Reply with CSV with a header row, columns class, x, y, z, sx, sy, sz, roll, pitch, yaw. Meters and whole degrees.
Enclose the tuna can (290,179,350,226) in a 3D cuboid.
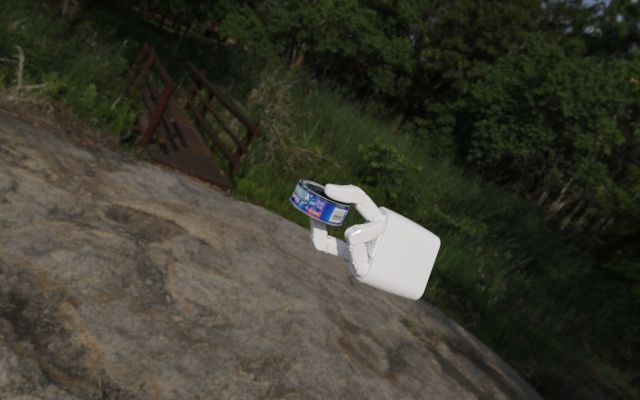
class,x,y,z,sx,sy,sz,roll,pitch,yaw
tuna can,0.000,0.002,0.703,0.086,0.034,0.086,25,12,-6
